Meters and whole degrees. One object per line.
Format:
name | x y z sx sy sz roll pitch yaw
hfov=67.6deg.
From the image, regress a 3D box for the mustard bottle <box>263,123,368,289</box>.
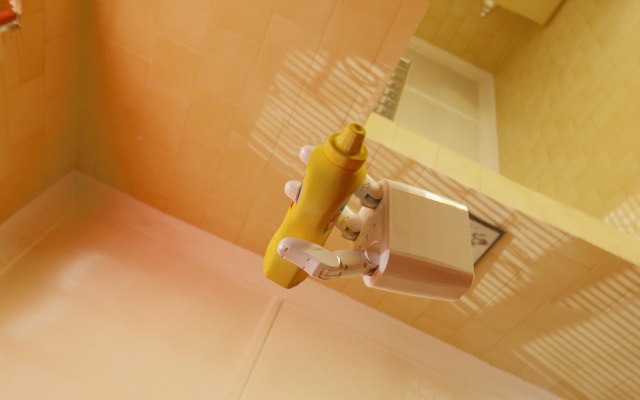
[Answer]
mustard bottle | 0.000 0.002 0.489 0.058 0.192 0.096 30 39 3
